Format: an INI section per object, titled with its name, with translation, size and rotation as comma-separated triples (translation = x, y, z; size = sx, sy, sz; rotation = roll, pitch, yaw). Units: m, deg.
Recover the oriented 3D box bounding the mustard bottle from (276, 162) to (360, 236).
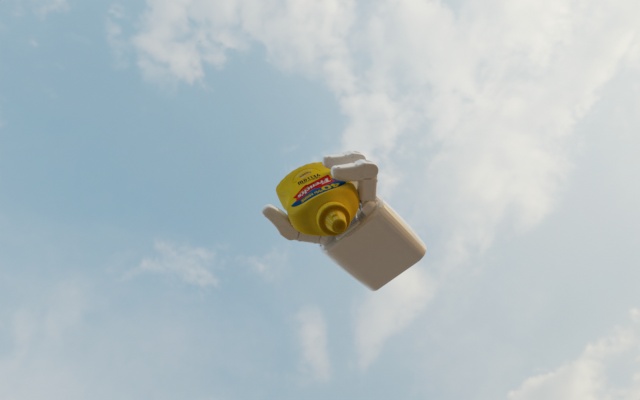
[mustard bottle]
translation = 0.000, 0.002, 0.639
size = 0.096, 0.058, 0.191
rotation = -23, 22, -6
